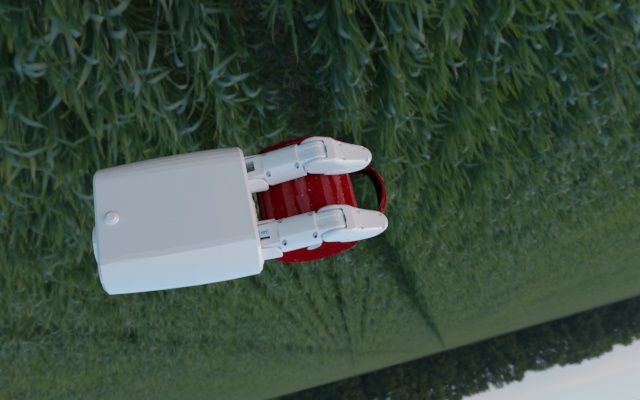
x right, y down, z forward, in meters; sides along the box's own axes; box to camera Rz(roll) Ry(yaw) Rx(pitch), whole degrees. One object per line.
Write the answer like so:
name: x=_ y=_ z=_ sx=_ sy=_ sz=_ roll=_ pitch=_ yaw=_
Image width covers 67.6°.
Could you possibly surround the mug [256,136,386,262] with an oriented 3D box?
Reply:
mug: x=0.002 y=0.001 z=0.412 sx=0.117 sy=0.081 sz=0.093 roll=-9 pitch=-21 yaw=-12
